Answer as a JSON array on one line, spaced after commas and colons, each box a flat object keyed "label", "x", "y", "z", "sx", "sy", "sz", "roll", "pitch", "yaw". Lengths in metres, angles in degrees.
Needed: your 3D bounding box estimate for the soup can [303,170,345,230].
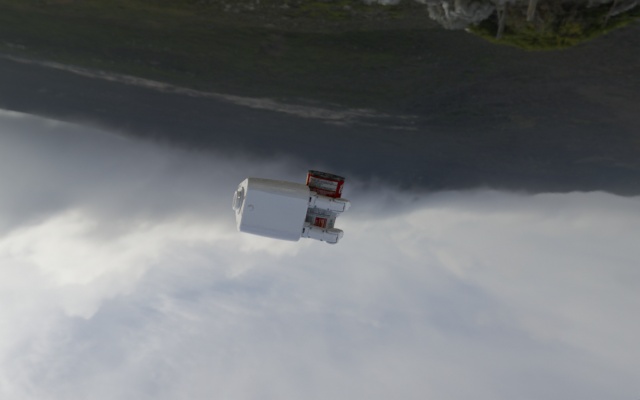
[{"label": "soup can", "x": 0.001, "y": 0.003, "z": 0.853, "sx": 0.068, "sy": 0.102, "sz": 0.068, "roll": 12, "pitch": 8, "yaw": -2}]
